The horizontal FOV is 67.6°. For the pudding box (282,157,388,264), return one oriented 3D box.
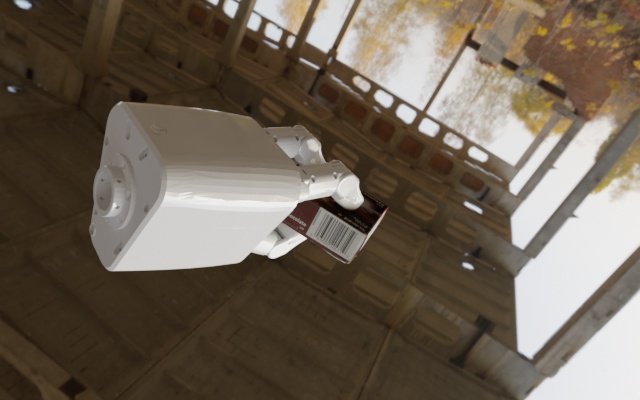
[{"bbox_3d":[0.000,0.002,0.448,0.113,0.039,0.090,34,24,8],"label":"pudding box"}]
